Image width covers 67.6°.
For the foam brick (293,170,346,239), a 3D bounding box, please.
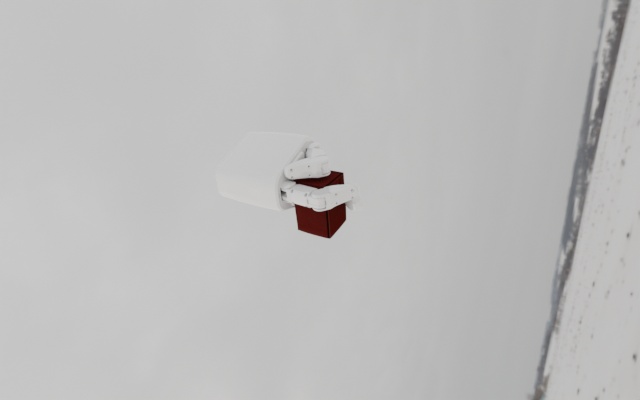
[{"bbox_3d":[0.000,0.002,0.648,0.051,0.078,0.053,11,31,27],"label":"foam brick"}]
